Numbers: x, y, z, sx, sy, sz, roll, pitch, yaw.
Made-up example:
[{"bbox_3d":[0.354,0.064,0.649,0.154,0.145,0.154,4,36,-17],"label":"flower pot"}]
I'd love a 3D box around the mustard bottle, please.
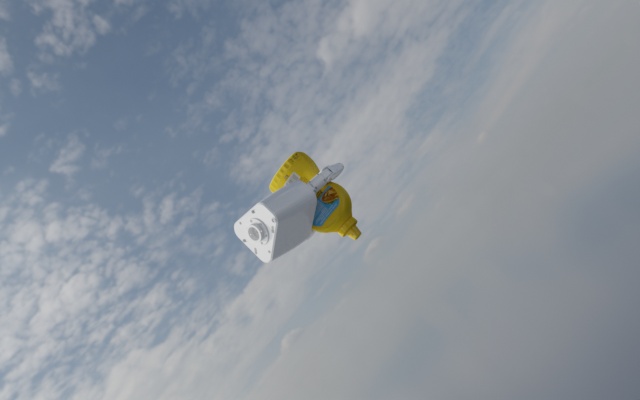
[{"bbox_3d":[0.000,0.003,0.885,0.191,0.096,0.058,43,16,14],"label":"mustard bottle"}]
